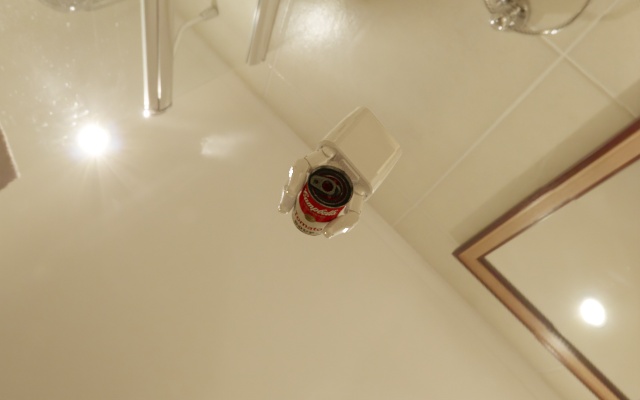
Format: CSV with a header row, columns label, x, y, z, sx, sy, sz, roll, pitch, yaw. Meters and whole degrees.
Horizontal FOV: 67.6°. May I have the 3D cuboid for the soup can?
label,x,y,z,sx,sy,sz,roll,pitch,yaw
soup can,0.000,0.003,0.705,0.068,0.068,0.102,0,-27,-18
